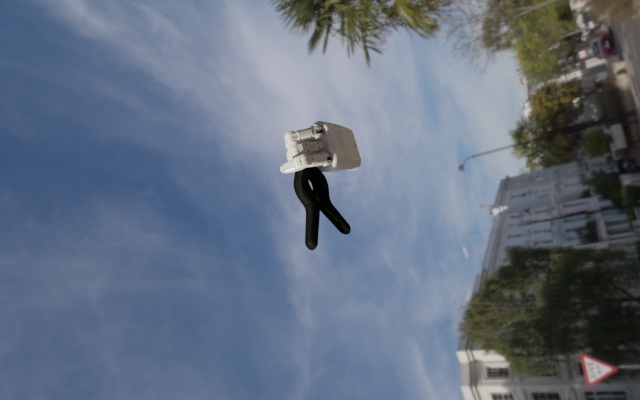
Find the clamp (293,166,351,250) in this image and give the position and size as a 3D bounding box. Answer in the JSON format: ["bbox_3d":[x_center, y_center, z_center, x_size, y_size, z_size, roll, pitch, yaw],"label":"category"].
[{"bbox_3d":[0.000,0.003,0.900,0.039,0.171,0.120,-16,-7,36],"label":"clamp"}]
